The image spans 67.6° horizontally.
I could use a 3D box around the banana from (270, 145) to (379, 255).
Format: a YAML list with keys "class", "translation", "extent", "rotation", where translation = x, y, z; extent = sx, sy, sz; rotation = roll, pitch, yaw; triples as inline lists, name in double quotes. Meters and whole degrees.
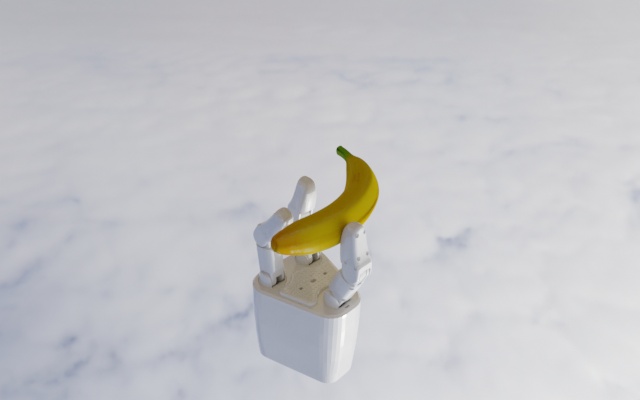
- class: "banana"
  translation: [0.019, 0.005, 0.487]
  extent: [0.069, 0.037, 0.197]
  rotation: [15, 34, 14]
